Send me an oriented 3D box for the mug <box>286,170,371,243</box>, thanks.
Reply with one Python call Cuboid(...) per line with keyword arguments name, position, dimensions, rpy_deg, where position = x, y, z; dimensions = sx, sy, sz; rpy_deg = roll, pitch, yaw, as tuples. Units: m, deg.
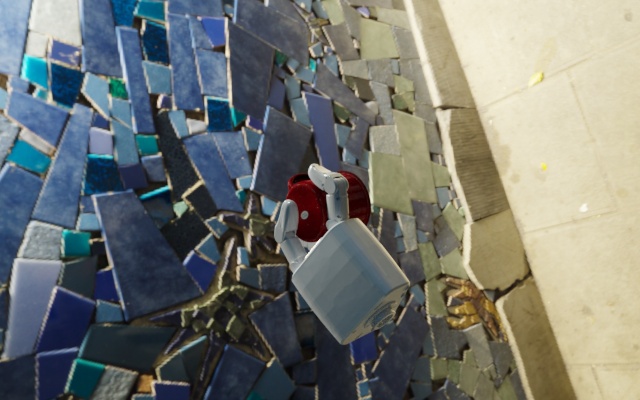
Cuboid(name="mug", position=(-0.001, 0.001, 0.650), dimensions=(0.081, 0.093, 0.117), rpy_deg=(-12, 50, -42))
